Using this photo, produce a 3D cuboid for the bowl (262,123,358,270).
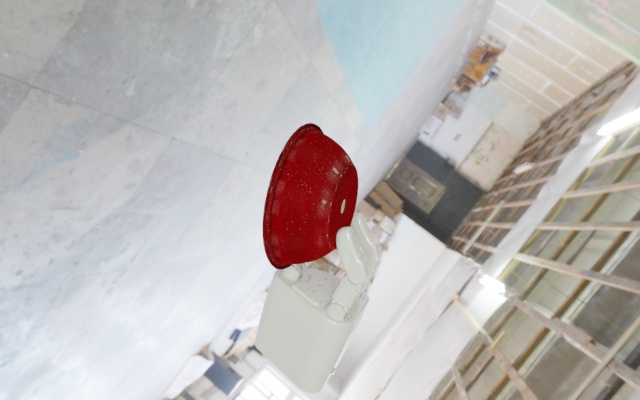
[{"bbox_3d":[0.001,0.001,0.508,0.055,0.162,0.162,13,4,19],"label":"bowl"}]
